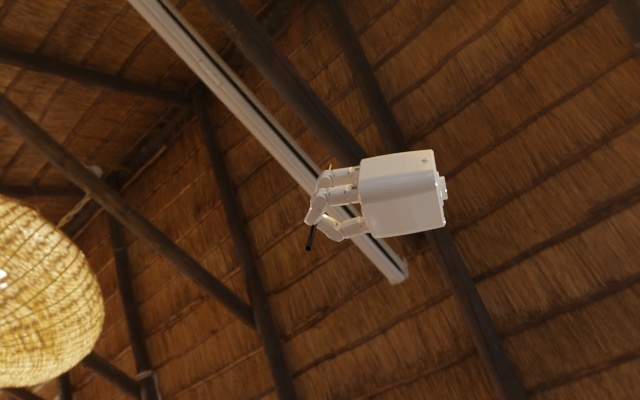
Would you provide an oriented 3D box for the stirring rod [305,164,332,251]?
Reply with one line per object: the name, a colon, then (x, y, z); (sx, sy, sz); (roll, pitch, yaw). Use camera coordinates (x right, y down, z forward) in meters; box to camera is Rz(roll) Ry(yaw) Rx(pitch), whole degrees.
stirring rod: (0.000, 0.003, 0.751); (0.011, 0.011, 0.239); (0, 32, 10)
